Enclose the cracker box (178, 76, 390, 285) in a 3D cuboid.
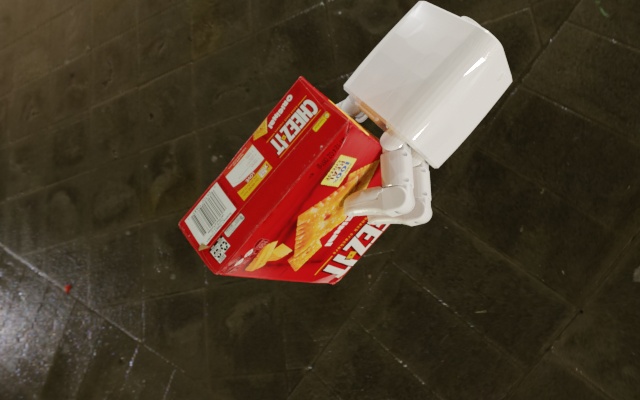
[{"bbox_3d":[0.000,0.001,0.461,0.072,0.164,0.214,48,13,28],"label":"cracker box"}]
